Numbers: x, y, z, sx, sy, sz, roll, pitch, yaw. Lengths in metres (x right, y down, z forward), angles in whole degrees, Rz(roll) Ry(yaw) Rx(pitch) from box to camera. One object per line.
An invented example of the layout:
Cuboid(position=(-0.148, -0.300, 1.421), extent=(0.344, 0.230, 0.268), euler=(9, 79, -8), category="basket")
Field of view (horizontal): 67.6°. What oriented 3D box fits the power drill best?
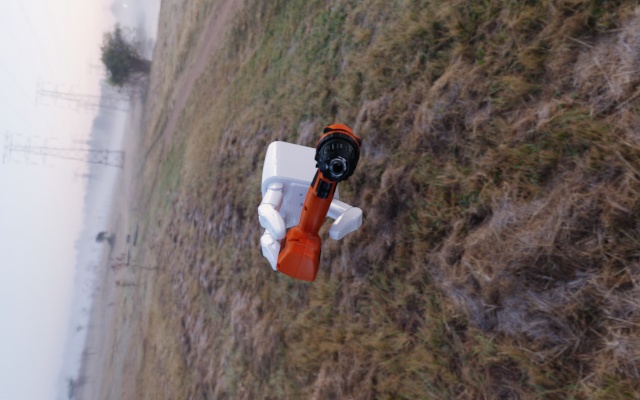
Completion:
Cuboid(position=(0.000, 0.002, 0.592), extent=(0.057, 0.188, 0.184), euler=(21, 17, -2), category="power drill")
